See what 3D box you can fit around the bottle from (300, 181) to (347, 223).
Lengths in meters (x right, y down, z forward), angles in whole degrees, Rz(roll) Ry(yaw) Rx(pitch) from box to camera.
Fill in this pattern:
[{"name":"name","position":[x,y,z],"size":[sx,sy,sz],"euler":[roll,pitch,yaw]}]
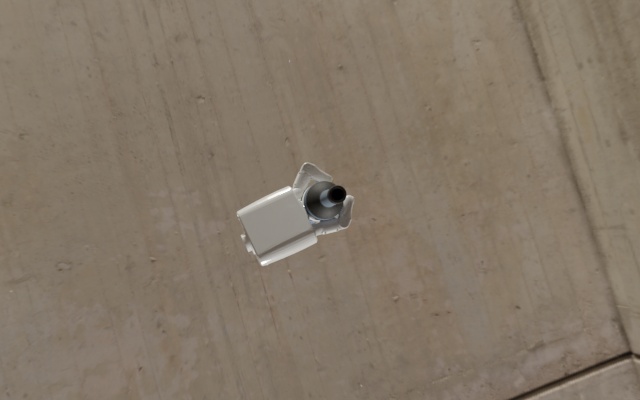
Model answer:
[{"name":"bottle","position":[0.000,0.003,0.847],"size":[0.069,0.069,0.296],"euler":[0,-5,-10]}]
